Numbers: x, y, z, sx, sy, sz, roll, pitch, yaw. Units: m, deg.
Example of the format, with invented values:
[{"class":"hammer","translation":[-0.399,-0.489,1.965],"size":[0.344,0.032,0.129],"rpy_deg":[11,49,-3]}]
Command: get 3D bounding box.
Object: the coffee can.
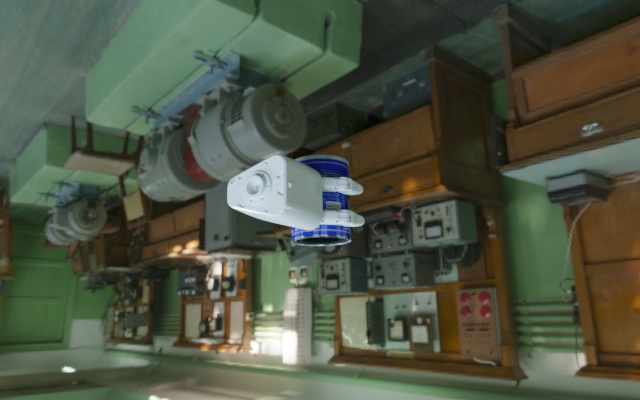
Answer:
[{"class":"coffee can","translation":[0.000,0.003,0.829],"size":[0.103,0.140,0.103],"rpy_deg":[-1,-14,0]}]
